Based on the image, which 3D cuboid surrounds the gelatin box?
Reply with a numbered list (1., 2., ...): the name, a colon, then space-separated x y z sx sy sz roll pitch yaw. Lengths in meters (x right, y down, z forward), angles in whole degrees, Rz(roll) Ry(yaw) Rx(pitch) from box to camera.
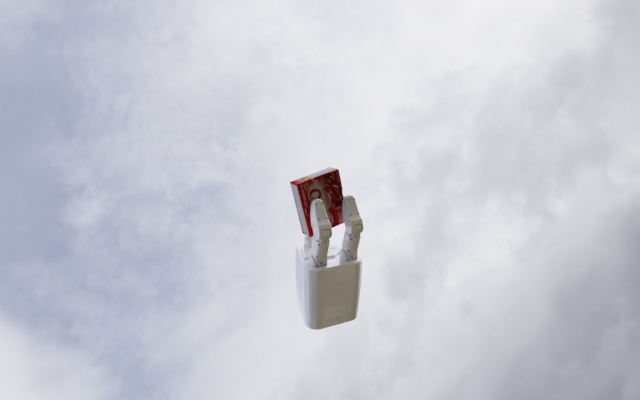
1. gelatin box: 0.000 0.002 0.726 0.073 0.089 0.030 -21 21 -23
